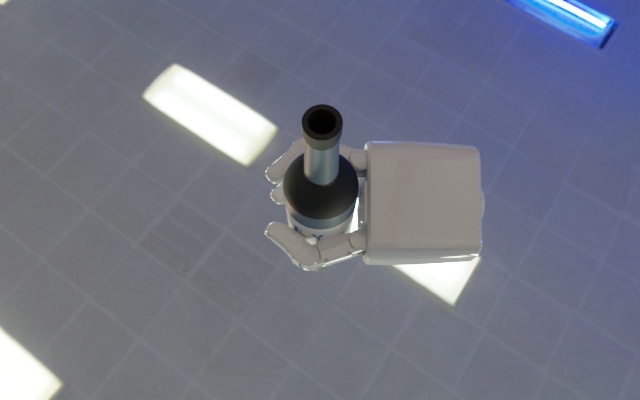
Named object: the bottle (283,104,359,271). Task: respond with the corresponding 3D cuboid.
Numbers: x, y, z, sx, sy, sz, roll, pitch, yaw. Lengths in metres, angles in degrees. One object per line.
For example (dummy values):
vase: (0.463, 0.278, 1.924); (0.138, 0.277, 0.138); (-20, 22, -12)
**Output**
bottle: (0.000, 0.002, 0.450); (0.069, 0.069, 0.296); (0, -21, 0)
